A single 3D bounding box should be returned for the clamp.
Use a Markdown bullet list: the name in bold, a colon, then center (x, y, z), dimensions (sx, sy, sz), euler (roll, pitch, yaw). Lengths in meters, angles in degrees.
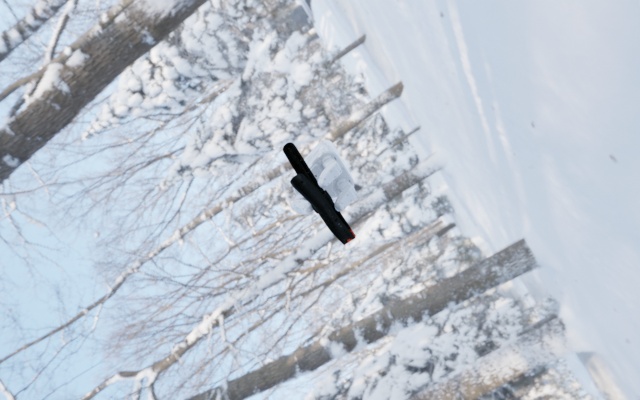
- **clamp**: center (0.000, 0.004, 0.840), dimensions (0.036, 0.210, 0.164), euler (-32, 20, 8)
